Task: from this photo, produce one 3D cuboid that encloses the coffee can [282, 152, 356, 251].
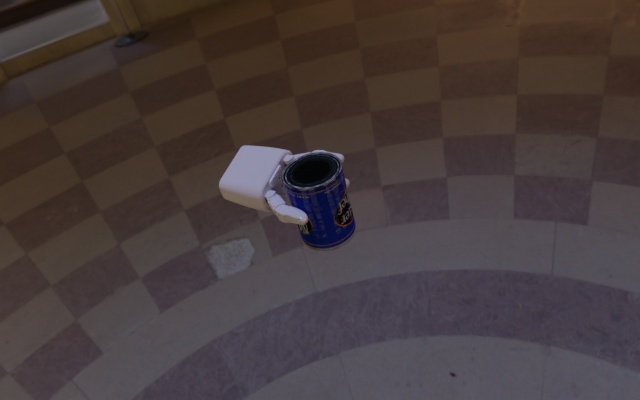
[{"bbox_3d":[0.000,0.003,0.824,0.103,0.140,0.102,-9,38,8],"label":"coffee can"}]
